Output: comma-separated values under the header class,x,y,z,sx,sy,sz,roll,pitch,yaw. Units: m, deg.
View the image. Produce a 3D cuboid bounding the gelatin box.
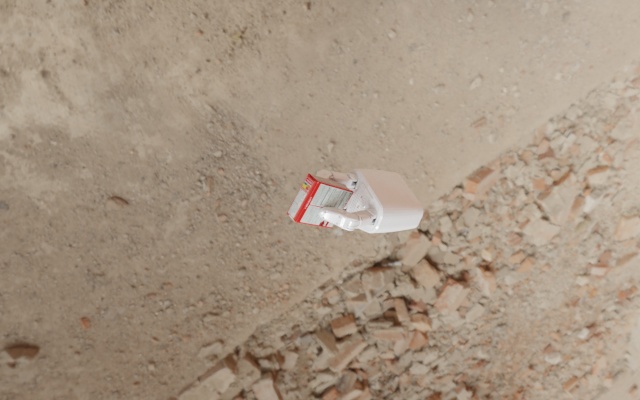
class,x,y,z,sx,sy,sz,roll,pitch,yaw
gelatin box,0.000,0.003,0.748,0.089,0.073,0.030,12,23,-47
